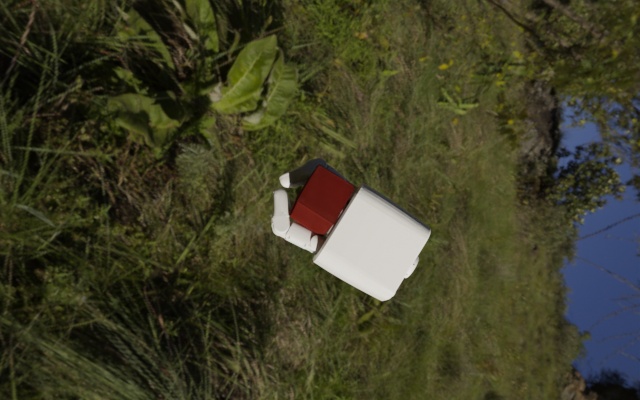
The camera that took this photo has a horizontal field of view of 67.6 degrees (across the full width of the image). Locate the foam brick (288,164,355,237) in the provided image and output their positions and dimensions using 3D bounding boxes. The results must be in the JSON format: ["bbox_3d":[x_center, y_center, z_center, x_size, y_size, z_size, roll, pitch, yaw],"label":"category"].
[{"bbox_3d":[0.000,0.002,0.565,0.051,0.053,0.078,32,-18,0],"label":"foam brick"}]
